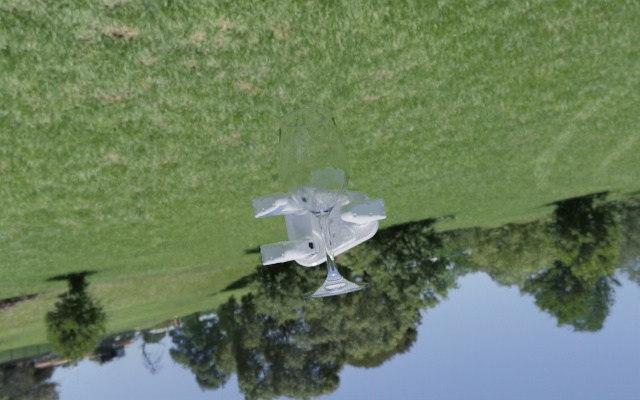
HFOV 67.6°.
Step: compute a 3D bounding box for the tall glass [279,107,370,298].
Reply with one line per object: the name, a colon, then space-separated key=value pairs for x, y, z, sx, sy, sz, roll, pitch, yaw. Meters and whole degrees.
tall glass: x=0.000 y=0.002 z=0.533 sx=0.079 sy=0.201 sz=0.079 roll=-10 pitch=-6 yaw=-1
